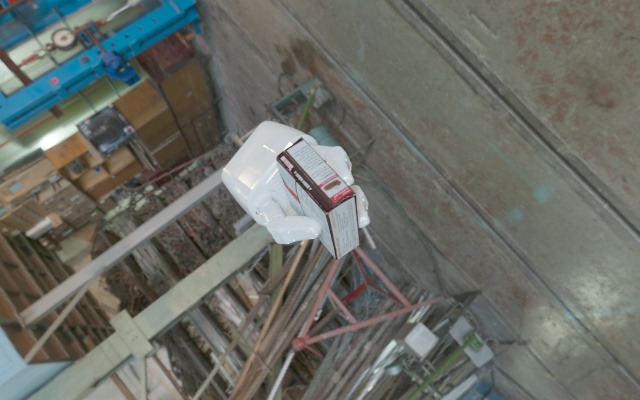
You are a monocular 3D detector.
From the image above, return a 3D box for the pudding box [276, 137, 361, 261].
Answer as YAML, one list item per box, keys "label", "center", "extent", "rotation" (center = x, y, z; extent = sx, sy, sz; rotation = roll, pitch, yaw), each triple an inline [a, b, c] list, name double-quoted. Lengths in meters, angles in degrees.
- label: "pudding box"
  center: [0.000, 0.002, 0.503]
  extent: [0.039, 0.090, 0.114]
  rotation: [-37, -28, -12]
